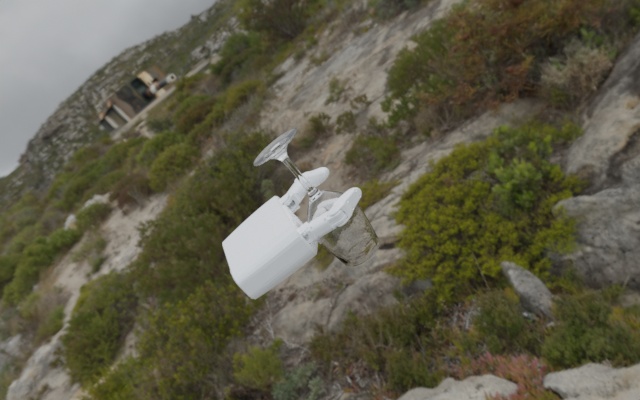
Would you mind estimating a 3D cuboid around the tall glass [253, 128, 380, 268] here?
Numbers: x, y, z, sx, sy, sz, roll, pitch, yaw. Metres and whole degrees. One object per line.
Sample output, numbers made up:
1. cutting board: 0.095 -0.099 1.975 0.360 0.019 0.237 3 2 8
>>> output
1. tall glass: 0.000 0.002 0.656 0.079 0.201 0.079 -35 19 14
